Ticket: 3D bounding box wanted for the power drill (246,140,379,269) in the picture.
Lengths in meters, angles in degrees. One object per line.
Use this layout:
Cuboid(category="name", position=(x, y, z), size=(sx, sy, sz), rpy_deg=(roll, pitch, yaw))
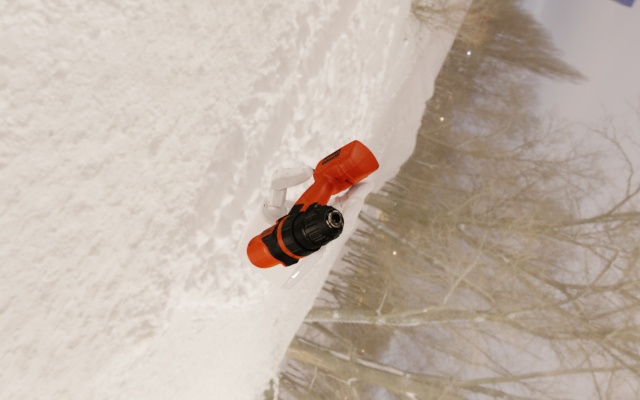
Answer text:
Cuboid(category="power drill", position=(0.000, 0.002, 0.607), size=(0.184, 0.057, 0.187), rpy_deg=(-25, 19, 51))
